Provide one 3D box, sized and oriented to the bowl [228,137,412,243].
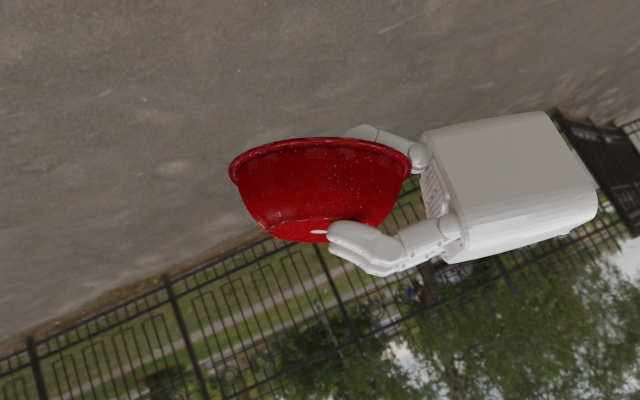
[{"bbox_3d":[-0.001,0.002,0.417,0.162,0.055,0.162,-1,-16,0],"label":"bowl"}]
